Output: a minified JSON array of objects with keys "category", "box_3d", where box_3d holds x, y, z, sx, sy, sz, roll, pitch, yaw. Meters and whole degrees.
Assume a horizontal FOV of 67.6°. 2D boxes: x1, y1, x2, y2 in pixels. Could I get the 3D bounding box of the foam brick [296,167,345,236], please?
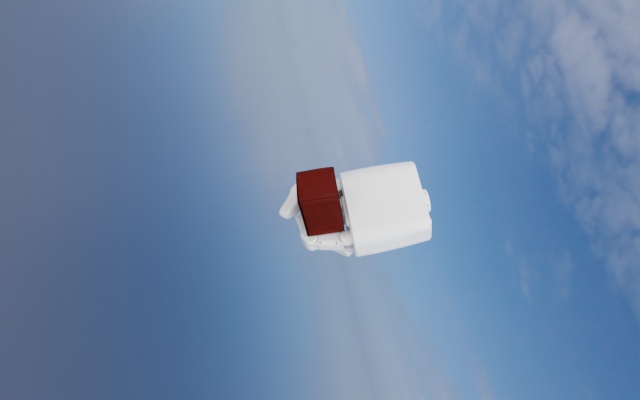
[{"category":"foam brick","box_3d":[0.000,0.002,0.625,0.051,0.053,0.078,-9,-39,4]}]
